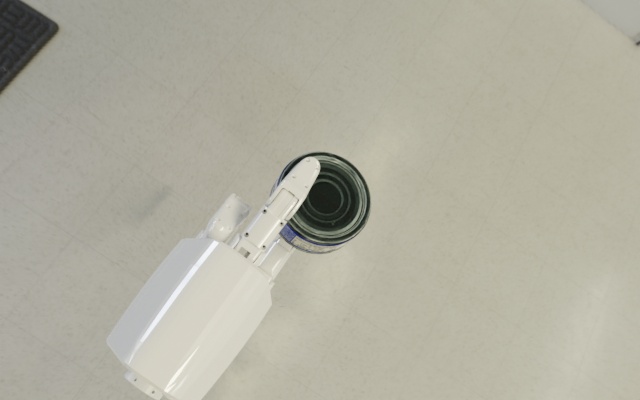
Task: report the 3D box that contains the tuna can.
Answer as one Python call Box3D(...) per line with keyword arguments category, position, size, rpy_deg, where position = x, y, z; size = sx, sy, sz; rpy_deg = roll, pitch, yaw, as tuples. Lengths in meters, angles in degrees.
Box3D(category="tuna can", position=(0.000, 0.001, 0.415), size=(0.086, 0.086, 0.034), rpy_deg=(0, -19, -18))
